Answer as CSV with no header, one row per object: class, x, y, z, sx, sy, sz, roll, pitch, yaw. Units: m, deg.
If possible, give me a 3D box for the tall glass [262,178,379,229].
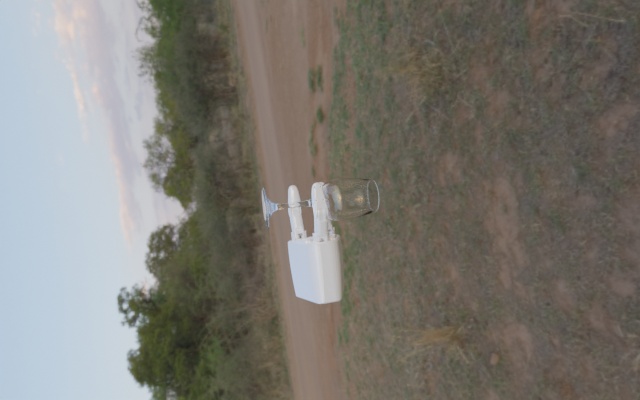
tall glass,-0.001,0.003,0.851,0.201,0.079,0.079,-7,1,-12
